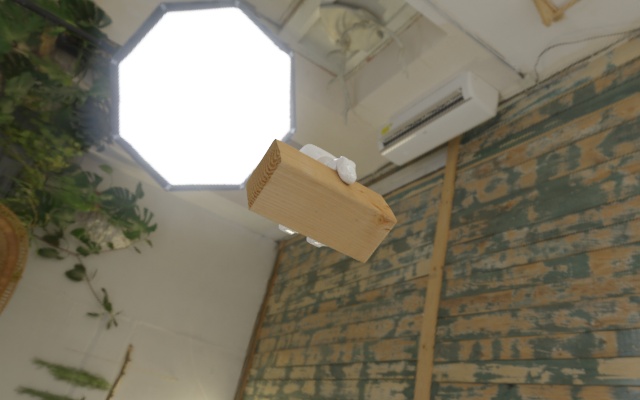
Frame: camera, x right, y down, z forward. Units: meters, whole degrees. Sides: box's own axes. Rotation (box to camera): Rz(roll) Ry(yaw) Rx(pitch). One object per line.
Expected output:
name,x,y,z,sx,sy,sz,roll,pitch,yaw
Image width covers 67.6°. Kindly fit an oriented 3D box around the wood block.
wood block,0.000,0.002,0.728,0.206,0.091,0.090,26,20,-23
